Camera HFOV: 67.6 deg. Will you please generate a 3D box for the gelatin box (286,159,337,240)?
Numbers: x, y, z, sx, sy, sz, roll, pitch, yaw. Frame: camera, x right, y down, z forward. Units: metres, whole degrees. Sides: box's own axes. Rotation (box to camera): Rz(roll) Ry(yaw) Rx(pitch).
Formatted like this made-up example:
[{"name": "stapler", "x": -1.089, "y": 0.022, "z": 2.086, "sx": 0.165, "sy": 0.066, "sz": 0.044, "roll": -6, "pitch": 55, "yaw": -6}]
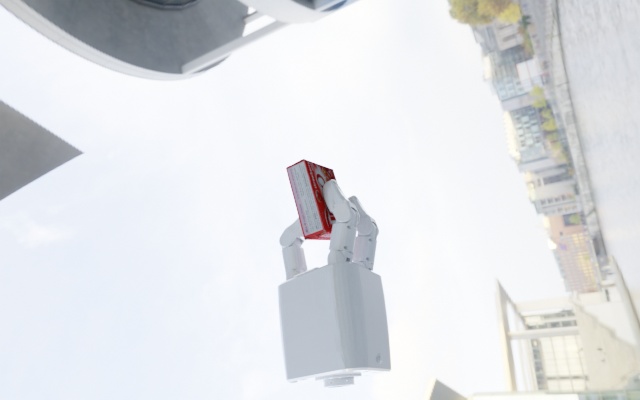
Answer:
[{"name": "gelatin box", "x": 0.000, "y": 0.002, "z": 0.554, "sx": 0.030, "sy": 0.089, "sz": 0.073, "roll": -23, "pitch": -16, "yaw": 24}]
